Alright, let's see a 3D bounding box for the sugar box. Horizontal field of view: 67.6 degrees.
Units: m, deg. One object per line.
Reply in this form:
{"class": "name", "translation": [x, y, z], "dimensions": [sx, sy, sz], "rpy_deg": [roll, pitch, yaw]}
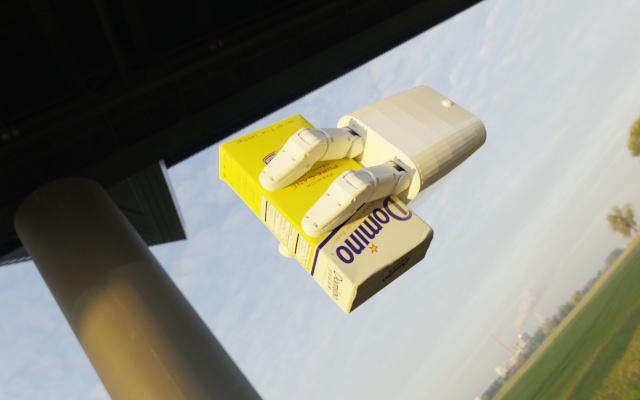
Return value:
{"class": "sugar box", "translation": [0.000, 0.001, 0.405], "dimensions": [0.093, 0.048, 0.176], "rpy_deg": [-29, 56, -31]}
